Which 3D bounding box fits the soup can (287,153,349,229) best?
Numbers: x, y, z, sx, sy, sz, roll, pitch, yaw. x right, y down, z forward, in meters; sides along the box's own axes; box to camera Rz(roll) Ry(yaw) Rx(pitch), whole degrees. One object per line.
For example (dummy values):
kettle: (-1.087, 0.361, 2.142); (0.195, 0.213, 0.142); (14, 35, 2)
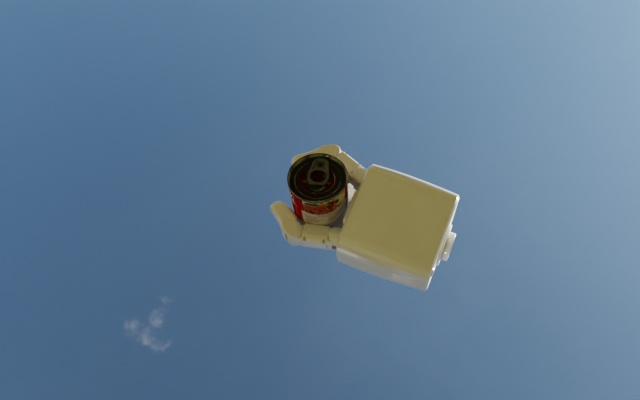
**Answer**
soup can: (0.000, 0.002, 0.566); (0.068, 0.068, 0.102); (0, -34, 5)
